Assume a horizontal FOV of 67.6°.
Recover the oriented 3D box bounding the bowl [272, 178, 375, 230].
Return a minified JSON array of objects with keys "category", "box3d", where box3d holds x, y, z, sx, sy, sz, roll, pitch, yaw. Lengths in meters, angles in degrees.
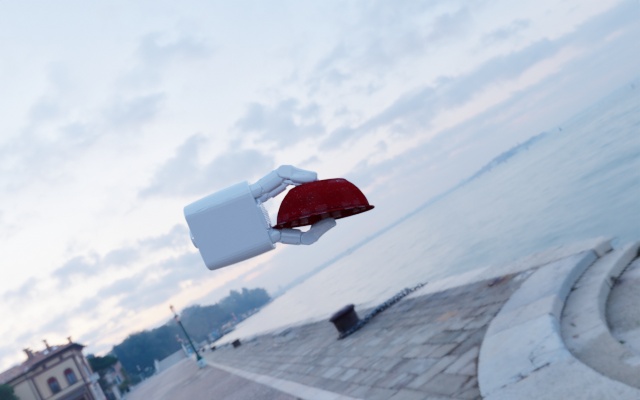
[{"category":"bowl","box3d":[0.001,0.002,0.738,0.162,0.055,0.162,-11,-7,-1]}]
